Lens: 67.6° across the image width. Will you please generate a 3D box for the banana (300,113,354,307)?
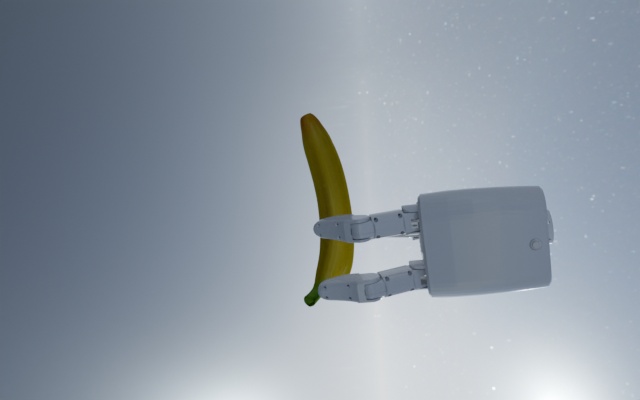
[{"bbox_3d":[0.008,0.008,0.499,0.037,0.197,0.070,-10,-15,24],"label":"banana"}]
